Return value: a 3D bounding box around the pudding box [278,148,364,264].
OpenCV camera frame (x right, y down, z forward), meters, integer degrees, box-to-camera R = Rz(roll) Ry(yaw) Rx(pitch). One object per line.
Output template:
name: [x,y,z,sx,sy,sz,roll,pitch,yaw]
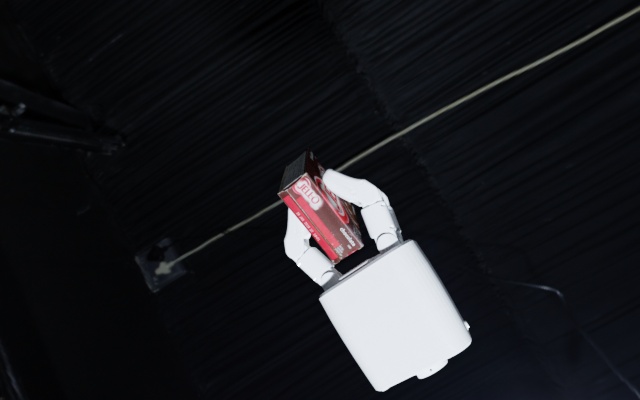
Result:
pudding box: [0.000,0.002,0.487,0.039,0.090,0.113,-35,15,8]
